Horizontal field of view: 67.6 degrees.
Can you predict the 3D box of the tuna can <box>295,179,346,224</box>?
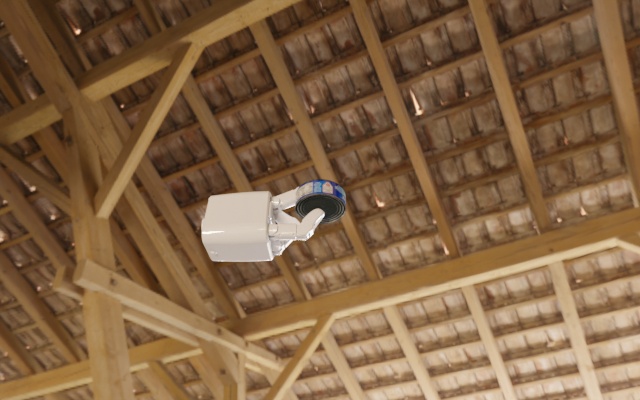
[{"bbox_3d":[0.000,0.002,0.798,0.086,0.033,0.086,0,-36,0],"label":"tuna can"}]
